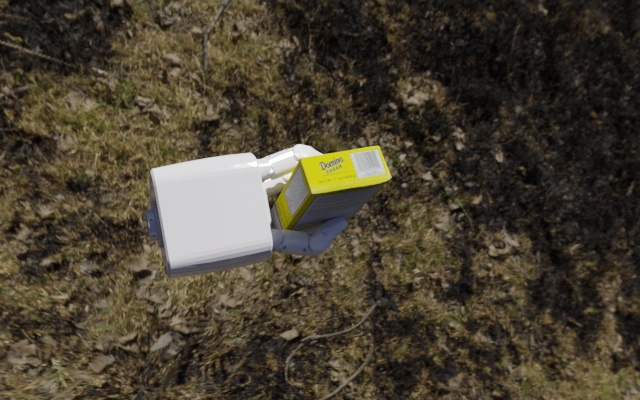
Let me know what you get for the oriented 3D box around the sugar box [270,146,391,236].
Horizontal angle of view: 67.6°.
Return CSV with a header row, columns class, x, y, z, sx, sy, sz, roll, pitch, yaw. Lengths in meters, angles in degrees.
class,x,y,z,sx,sy,sz,roll,pitch,yaw
sugar box,0.000,0.001,0.547,0.093,0.048,0.176,-10,-17,-24
